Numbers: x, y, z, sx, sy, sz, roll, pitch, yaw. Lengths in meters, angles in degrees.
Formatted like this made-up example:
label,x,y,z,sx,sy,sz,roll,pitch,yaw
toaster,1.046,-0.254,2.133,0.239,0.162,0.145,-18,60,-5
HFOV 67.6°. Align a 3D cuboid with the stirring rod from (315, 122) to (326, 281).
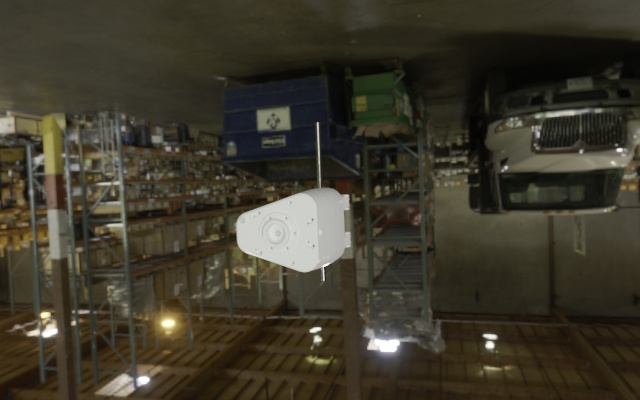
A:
label,x,y,z,sx,sy,sz,roll,pitch,yaw
stirring rod,0.000,0.002,0.727,0.011,0.239,0.011,-2,2,0
